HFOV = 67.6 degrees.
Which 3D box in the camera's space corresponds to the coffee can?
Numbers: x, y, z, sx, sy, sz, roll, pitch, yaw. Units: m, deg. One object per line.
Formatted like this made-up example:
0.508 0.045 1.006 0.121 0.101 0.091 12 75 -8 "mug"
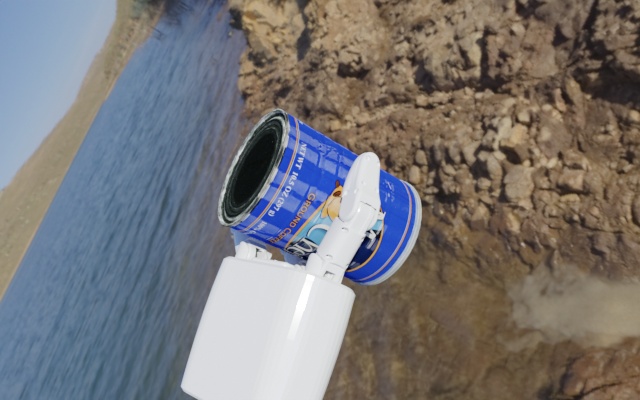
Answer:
0.000 0.001 0.406 0.140 0.102 0.103 27 -13 -27 "coffee can"
